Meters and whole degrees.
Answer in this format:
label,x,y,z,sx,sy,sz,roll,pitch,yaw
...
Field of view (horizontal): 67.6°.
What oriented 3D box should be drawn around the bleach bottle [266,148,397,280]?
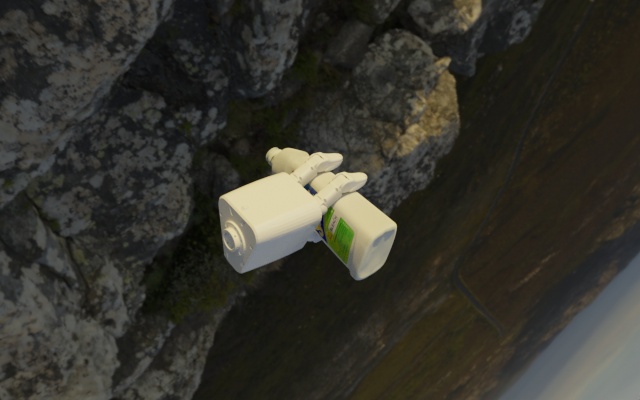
label,x,y,z,sx,sy,sz,roll,pitch,yaw
bleach bottle,0.000,0.002,0.731,0.068,0.103,0.250,-23,51,-36
